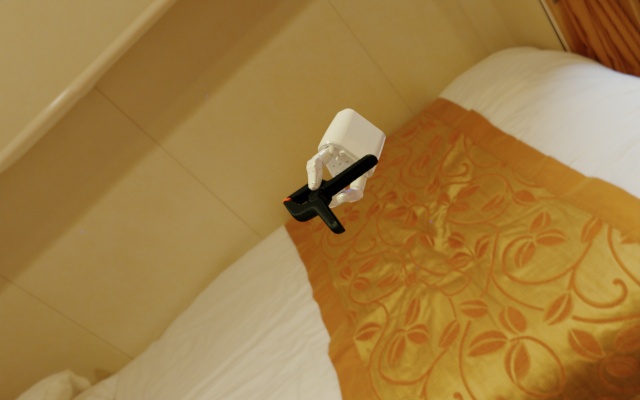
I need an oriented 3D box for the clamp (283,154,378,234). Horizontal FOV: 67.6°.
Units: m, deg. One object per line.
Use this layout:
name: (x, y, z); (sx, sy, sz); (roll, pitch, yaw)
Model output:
clamp: (-0.001, 0.002, 0.863); (0.210, 0.164, 0.036); (-16, -51, 44)
